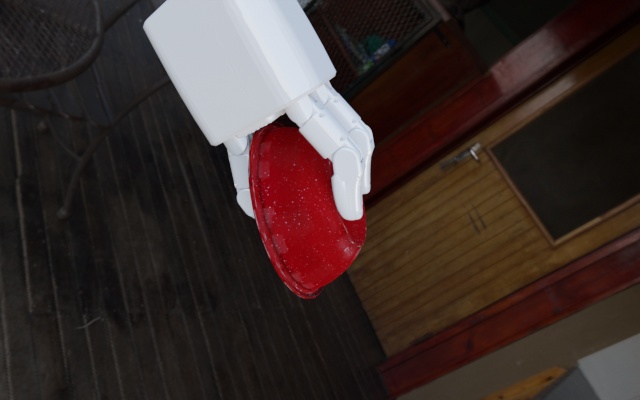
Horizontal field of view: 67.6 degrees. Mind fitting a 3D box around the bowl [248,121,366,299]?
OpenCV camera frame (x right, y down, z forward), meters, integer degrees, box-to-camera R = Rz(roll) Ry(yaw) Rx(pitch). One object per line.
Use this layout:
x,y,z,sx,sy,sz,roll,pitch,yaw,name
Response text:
0.001,0.002,0.420,0.055,0.162,0.162,-14,-5,18,bowl
